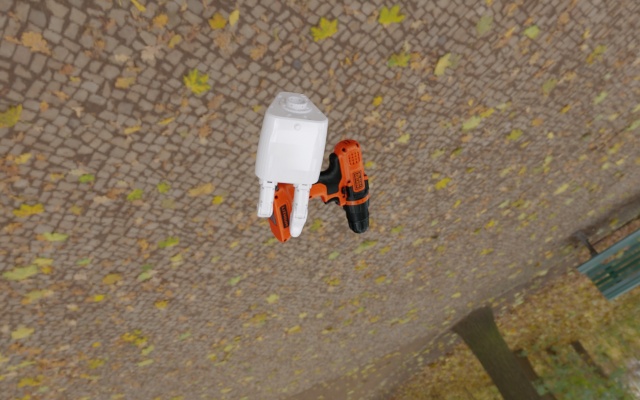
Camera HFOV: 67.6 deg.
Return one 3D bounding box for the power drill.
[{"bbox_3d":[0.000,0.003,0.832,0.187,0.184,0.057,-23,29,-21],"label":"power drill"}]
